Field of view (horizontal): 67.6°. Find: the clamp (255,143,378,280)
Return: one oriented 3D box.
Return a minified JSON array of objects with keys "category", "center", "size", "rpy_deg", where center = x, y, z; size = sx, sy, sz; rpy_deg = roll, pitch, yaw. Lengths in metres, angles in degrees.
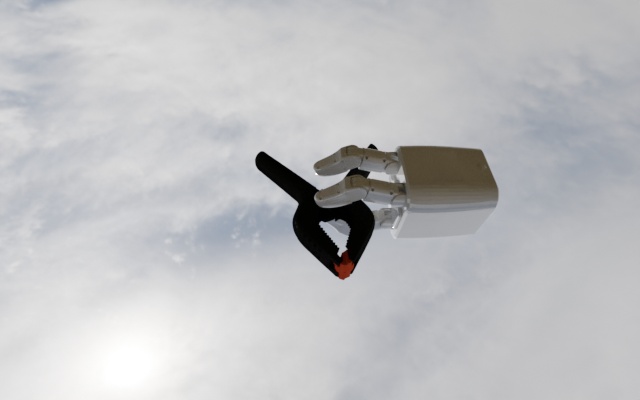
[{"category":"clamp","center":[0.000,0.003,0.573],"size":[0.164,0.036,0.209],"rpy_deg":[-1,45,-3]}]
